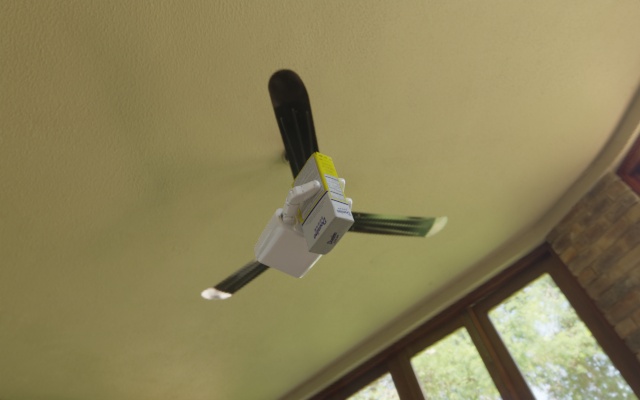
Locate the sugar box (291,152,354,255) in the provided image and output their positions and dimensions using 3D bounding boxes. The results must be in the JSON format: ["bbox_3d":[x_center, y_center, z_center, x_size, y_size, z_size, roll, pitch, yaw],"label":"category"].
[{"bbox_3d":[0.000,0.003,0.860,0.048,0.176,0.093,15,-52,-31],"label":"sugar box"}]
